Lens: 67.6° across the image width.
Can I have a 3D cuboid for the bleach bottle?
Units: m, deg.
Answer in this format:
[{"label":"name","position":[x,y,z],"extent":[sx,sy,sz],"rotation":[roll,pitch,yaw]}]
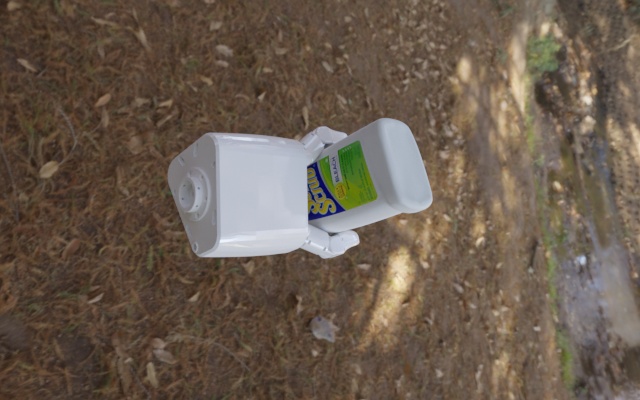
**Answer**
[{"label":"bleach bottle","position":[0.000,0.002,0.553],"extent":[0.068,0.102,0.251],"rotation":[0,-20,-46]}]
